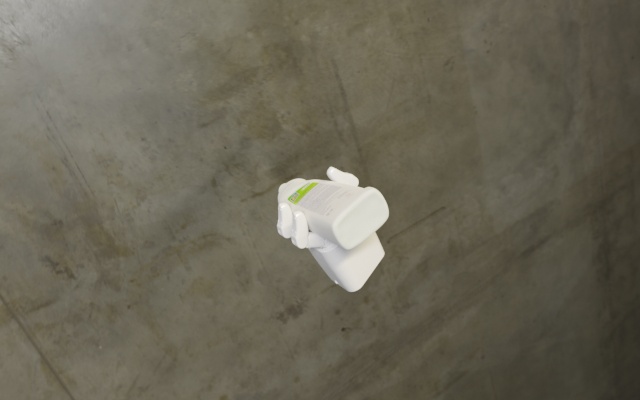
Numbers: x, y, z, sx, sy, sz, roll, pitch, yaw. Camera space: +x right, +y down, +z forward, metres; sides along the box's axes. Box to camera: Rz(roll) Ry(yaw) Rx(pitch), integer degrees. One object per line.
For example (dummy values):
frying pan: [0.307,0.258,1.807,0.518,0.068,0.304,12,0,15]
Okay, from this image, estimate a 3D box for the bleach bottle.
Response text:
bleach bottle: [0.000,0.003,0.810,0.102,0.068,0.250,-39,29,-16]
